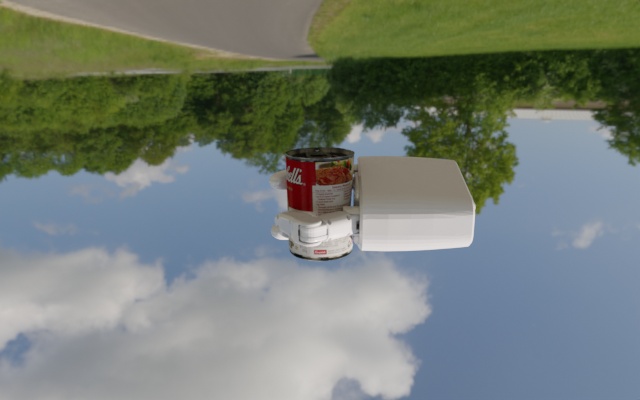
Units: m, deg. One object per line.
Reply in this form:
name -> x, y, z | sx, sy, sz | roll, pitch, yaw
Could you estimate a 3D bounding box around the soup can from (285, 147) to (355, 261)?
soup can -> 0.000, 0.002, 0.481 | 0.068, 0.102, 0.068 | -1, 15, 0
